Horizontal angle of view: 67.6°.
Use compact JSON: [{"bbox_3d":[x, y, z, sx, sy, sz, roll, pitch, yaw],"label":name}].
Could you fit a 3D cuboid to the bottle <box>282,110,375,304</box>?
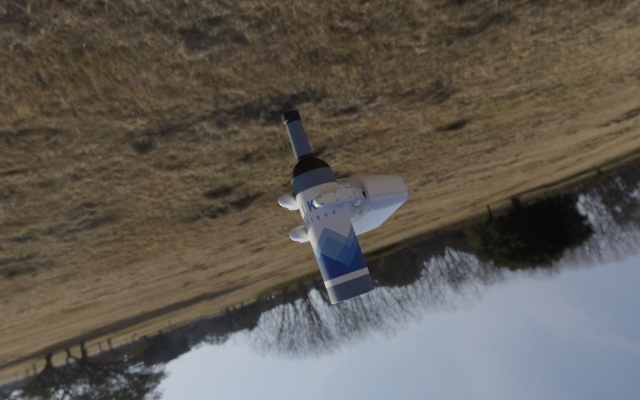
[{"bbox_3d":[0.000,0.003,0.717,0.069,0.295,0.069,-19,-9,-3],"label":"bottle"}]
